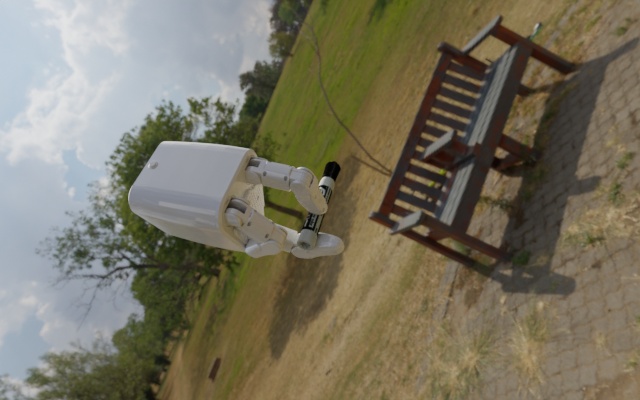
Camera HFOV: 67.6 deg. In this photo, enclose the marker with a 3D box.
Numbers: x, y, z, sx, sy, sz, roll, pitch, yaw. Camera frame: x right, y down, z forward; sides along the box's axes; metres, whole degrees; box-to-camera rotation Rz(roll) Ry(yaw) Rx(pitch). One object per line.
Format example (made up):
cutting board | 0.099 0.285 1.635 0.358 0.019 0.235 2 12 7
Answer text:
marker | 0.000 0.002 0.536 0.020 0.121 0.020 13 -36 10
